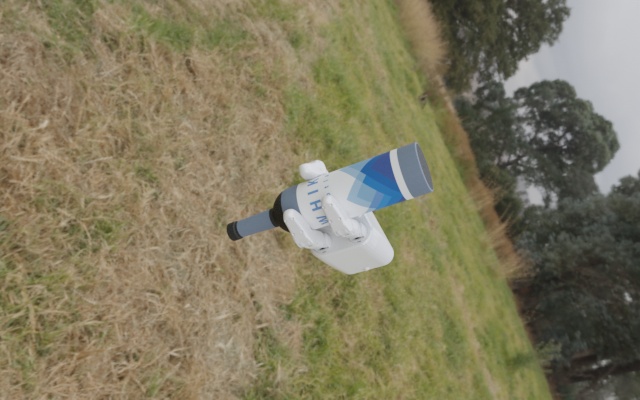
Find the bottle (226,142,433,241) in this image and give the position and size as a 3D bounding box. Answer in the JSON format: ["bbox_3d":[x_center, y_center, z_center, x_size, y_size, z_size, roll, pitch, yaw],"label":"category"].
[{"bbox_3d":[0.000,0.002,0.650,0.296,0.069,0.069,-19,-7,20],"label":"bottle"}]
